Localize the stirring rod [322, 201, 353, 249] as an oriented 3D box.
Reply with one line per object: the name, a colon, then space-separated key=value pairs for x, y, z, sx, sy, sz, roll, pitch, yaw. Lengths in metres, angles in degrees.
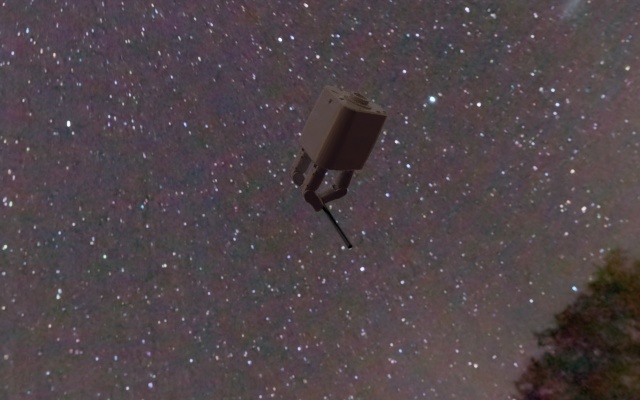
stirring rod: x=0.000 y=0.003 z=0.822 sx=0.011 sy=0.011 sz=0.239 roll=0 pitch=35 yaw=-28
